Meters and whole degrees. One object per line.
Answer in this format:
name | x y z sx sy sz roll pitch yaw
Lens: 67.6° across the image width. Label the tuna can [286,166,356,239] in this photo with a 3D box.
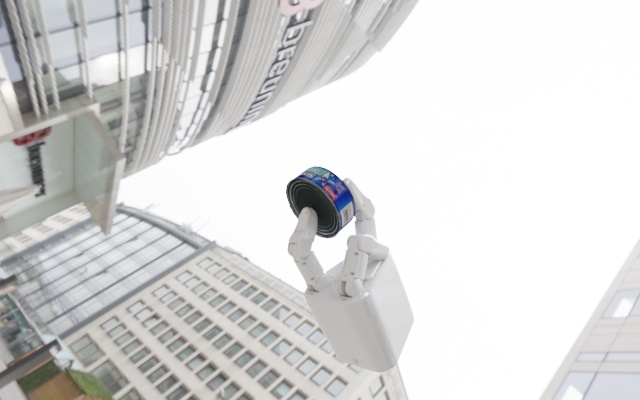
tuna can | 0.000 0.002 0.575 0.033 0.086 0.086 -39 24 -33
